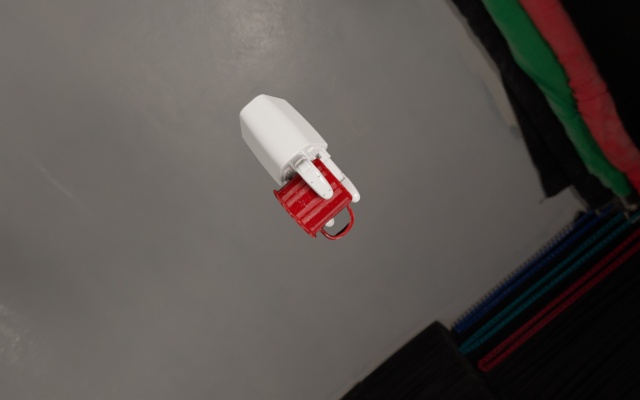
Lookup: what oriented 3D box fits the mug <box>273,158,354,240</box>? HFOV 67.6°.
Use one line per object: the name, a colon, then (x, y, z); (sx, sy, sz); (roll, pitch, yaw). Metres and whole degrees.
mug: (0.001, 0.003, 0.688); (0.081, 0.117, 0.093); (-42, -8, 3)
